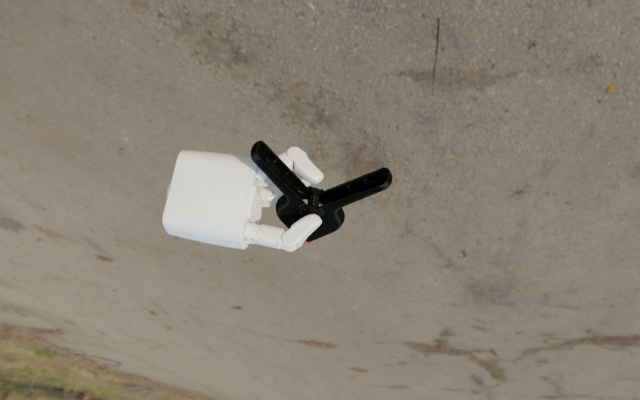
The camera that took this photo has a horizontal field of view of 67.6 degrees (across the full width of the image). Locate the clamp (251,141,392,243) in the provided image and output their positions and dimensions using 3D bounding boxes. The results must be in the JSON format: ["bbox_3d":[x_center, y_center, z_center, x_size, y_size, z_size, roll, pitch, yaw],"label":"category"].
[{"bbox_3d":[0.000,0.003,0.620,0.164,0.036,0.210,10,-30,4],"label":"clamp"}]
